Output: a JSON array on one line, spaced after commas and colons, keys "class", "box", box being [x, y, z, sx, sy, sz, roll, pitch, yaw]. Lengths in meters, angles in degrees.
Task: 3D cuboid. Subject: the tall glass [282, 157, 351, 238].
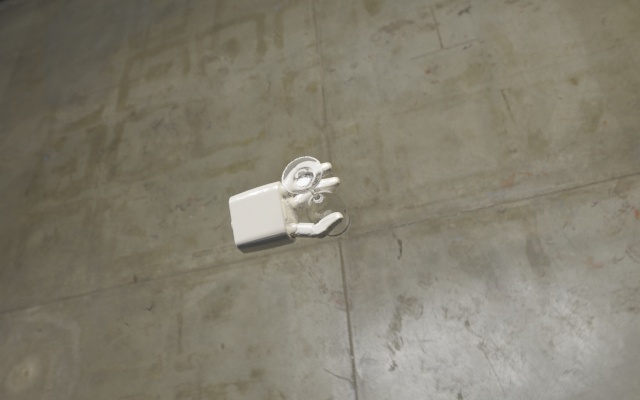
[{"class": "tall glass", "box": [0.000, 0.003, 0.887, 0.079, 0.079, 0.201, 0, -27, 21]}]
